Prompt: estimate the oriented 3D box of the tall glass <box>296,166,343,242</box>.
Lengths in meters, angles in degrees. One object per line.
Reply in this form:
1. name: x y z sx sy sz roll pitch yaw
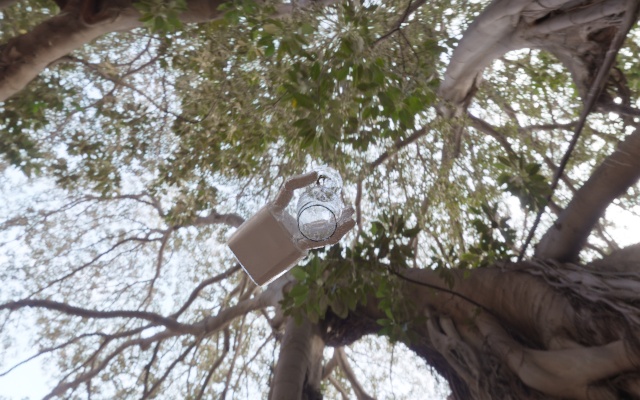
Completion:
1. tall glass: 0.000 0.002 0.831 0.079 0.079 0.201 0 19 3
